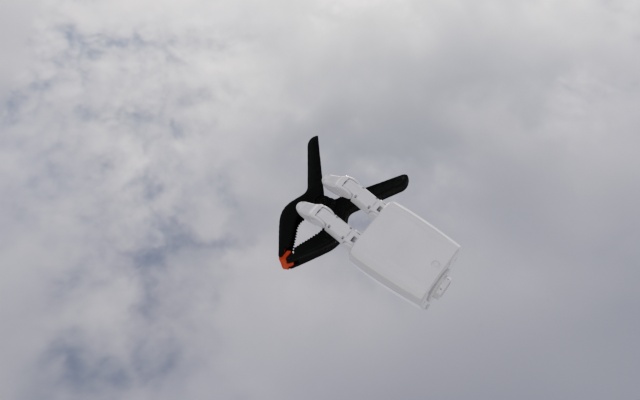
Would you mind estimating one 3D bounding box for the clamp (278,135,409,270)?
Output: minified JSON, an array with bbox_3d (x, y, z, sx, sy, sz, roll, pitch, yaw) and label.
[{"bbox_3d":[0.000,0.003,0.669,0.164,0.210,0.036,33,-23,25],"label":"clamp"}]
